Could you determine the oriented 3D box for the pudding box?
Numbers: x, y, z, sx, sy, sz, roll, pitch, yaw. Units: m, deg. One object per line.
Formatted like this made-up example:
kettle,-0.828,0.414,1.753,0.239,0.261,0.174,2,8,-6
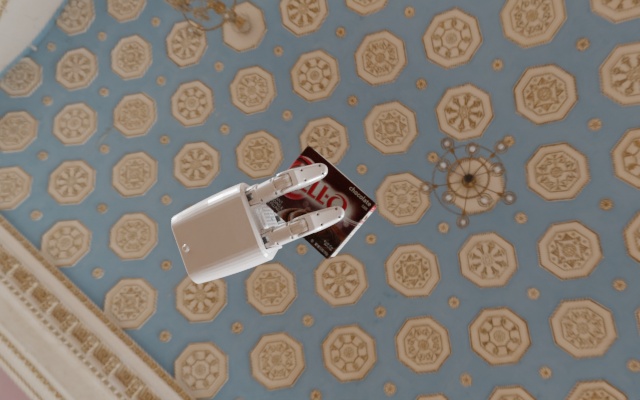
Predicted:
pudding box,0.000,0.002,0.586,0.113,0.090,0.039,41,8,9
